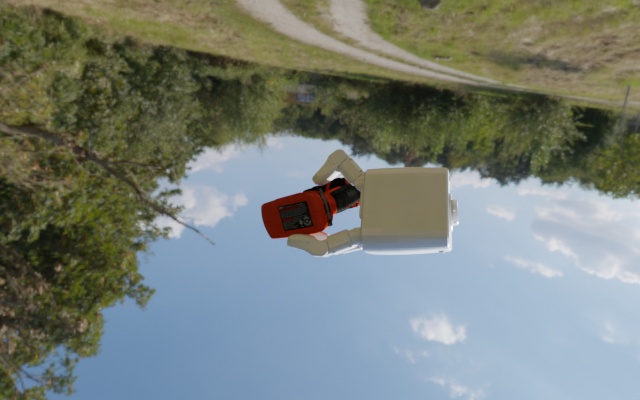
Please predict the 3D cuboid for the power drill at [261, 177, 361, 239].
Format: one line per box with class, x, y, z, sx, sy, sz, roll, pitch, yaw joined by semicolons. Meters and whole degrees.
power drill;0.000;0.002;0.712;0.184;0.057;0.187;-14;6;37
